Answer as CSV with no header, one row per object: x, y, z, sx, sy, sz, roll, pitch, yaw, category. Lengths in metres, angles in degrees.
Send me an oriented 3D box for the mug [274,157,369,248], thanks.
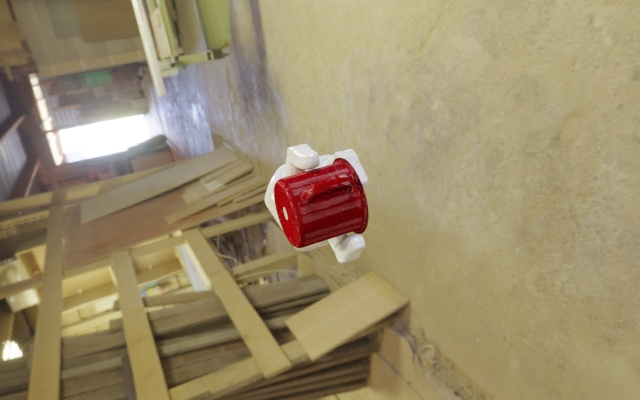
0.000,0.001,0.533,0.081,0.093,0.117,-17,-12,-19,mug
